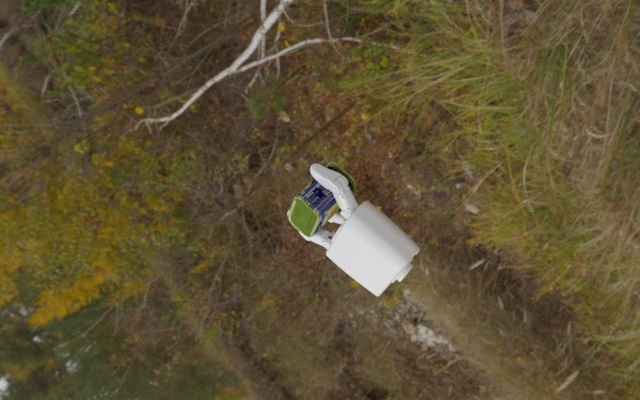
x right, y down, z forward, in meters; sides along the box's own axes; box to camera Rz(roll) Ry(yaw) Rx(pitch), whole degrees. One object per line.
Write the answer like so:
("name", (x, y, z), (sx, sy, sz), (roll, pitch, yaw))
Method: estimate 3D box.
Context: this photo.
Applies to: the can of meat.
("can of meat", (0.000, 0.003, 0.736), (0.084, 0.057, 0.102), (-44, -10, -26))
